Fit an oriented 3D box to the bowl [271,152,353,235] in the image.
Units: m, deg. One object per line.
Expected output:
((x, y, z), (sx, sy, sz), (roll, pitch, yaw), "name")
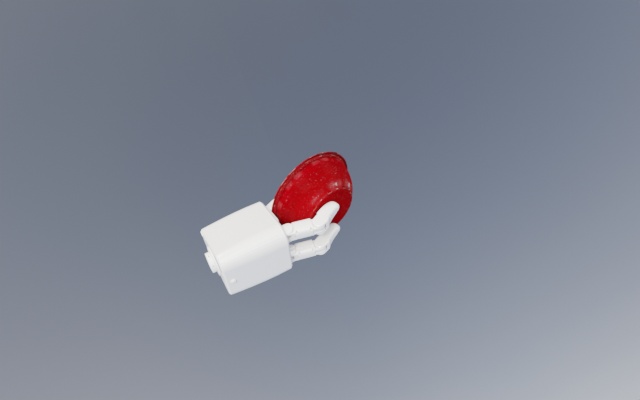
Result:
((0.001, 0.002, 0.782), (0.055, 0.162, 0.162), (41, 25, 32), "bowl")
